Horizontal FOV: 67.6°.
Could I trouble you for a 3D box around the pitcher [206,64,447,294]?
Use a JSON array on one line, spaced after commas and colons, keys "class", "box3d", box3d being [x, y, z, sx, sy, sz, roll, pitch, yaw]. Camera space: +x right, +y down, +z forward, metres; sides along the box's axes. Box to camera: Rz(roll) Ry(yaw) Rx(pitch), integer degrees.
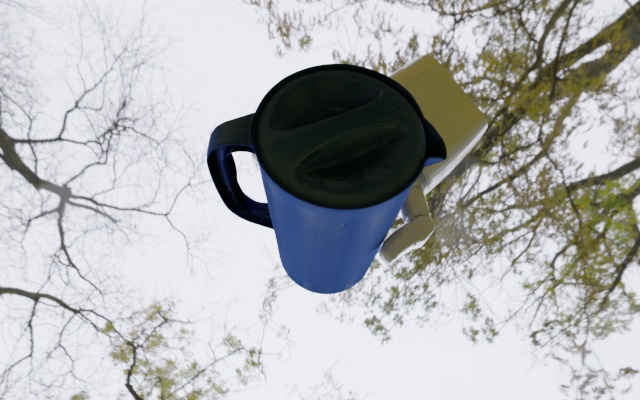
[{"class": "pitcher", "box3d": [0.000, 0.001, 0.452, 0.145, 0.149, 0.243, -40, -20, -22]}]
